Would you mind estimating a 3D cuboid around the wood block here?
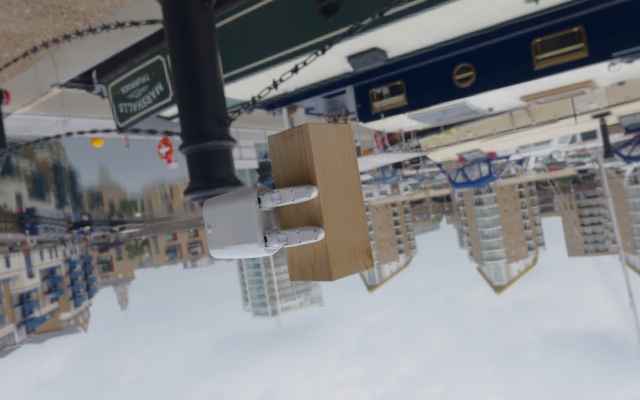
[{"bbox_3d":[0.000,0.002,0.671,0.090,0.206,0.091,-10,-1,45],"label":"wood block"}]
